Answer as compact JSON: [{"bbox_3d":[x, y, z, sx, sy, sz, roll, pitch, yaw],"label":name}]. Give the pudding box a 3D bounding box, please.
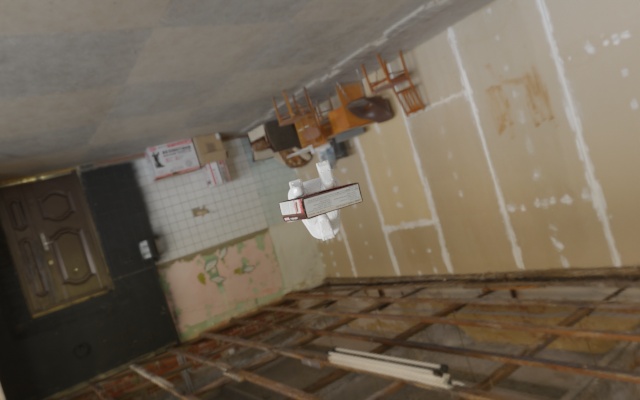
[{"bbox_3d":[0.000,0.003,0.797,0.113,0.039,0.090,-19,4,-29],"label":"pudding box"}]
